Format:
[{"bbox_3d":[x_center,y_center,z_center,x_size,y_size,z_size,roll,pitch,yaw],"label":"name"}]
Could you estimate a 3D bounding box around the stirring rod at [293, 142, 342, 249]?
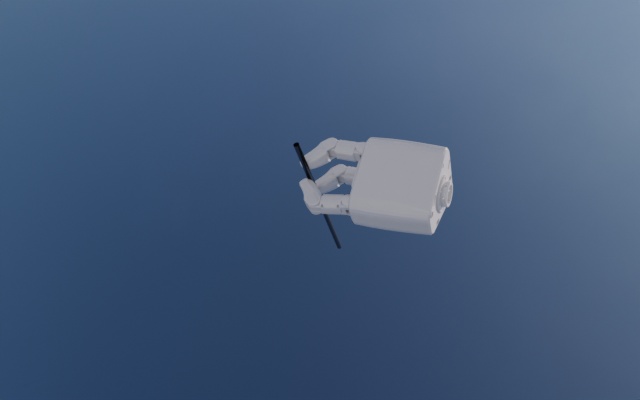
[{"bbox_3d":[0.000,0.002,0.709,0.011,0.011,0.240,0,-39,20],"label":"stirring rod"}]
